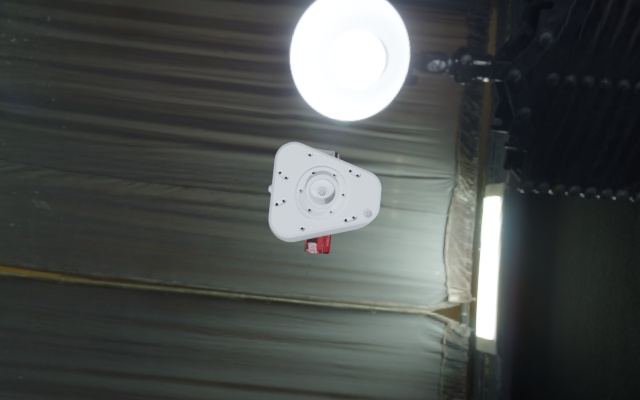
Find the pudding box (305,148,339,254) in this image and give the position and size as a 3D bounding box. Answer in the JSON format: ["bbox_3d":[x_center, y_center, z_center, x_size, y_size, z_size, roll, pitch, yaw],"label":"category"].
[{"bbox_3d":[0.000,0.002,0.631,0.039,0.113,0.090,6,-33,0],"label":"pudding box"}]
